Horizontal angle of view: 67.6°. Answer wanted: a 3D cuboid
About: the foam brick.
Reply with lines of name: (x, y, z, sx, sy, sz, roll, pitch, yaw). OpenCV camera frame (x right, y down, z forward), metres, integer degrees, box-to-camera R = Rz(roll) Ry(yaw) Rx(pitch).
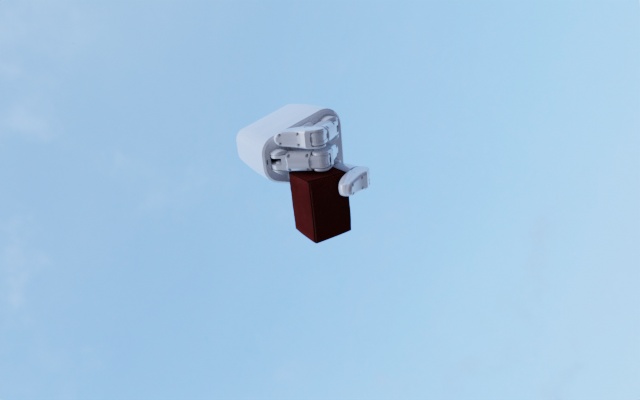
foam brick: (0.000, 0.002, 0.574, 0.053, 0.078, 0.051, -16, 23, -27)
